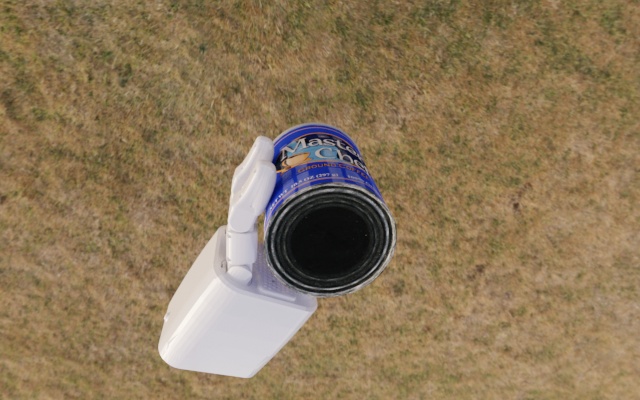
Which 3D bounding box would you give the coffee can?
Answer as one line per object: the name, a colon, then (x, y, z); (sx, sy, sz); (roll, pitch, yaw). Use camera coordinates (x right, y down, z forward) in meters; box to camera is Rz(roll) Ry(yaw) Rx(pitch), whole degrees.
coffee can: (0.000, 0.001, 0.422); (0.103, 0.103, 0.140); (0, 27, -7)
